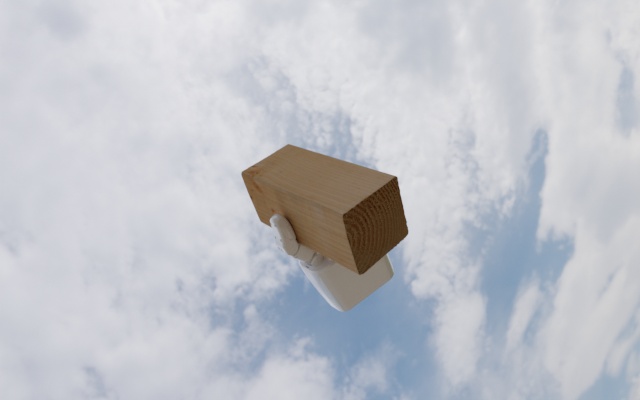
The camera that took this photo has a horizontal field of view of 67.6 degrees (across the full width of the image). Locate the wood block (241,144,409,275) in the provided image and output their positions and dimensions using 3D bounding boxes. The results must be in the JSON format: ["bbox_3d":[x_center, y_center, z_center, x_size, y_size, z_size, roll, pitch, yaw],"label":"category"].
[{"bbox_3d":[0.000,0.002,0.615,0.091,0.090,0.206,-36,36,-27],"label":"wood block"}]
